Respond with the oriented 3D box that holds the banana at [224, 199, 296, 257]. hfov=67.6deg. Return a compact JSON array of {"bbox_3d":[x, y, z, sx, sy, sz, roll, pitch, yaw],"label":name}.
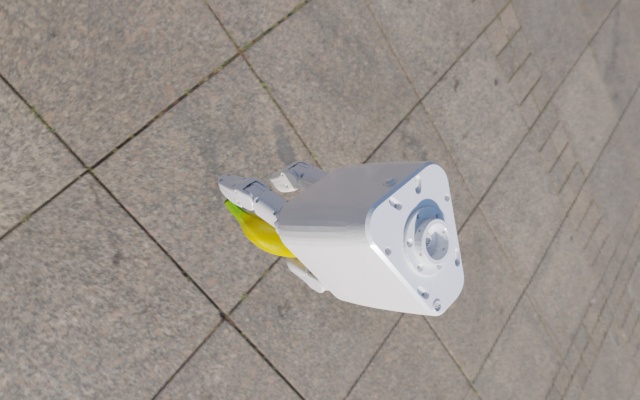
[{"bbox_3d":[-0.001,0.021,0.501,0.198,0.069,0.037,-7,1,-36],"label":"banana"}]
